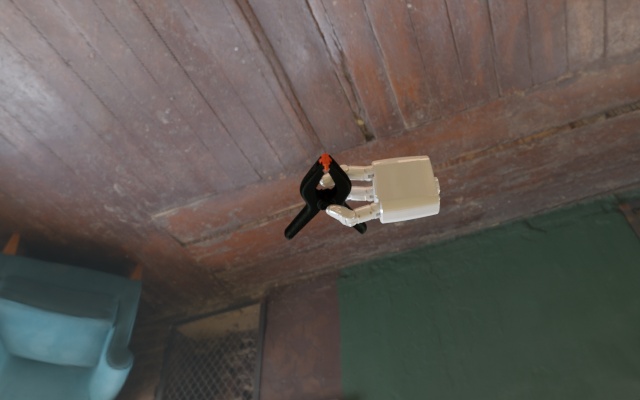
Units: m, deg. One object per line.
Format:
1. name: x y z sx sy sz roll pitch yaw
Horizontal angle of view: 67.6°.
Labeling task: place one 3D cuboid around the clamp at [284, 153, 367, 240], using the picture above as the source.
1. clamp: 0.000 0.003 0.891 0.164 0.036 0.210 -10 -44 0
